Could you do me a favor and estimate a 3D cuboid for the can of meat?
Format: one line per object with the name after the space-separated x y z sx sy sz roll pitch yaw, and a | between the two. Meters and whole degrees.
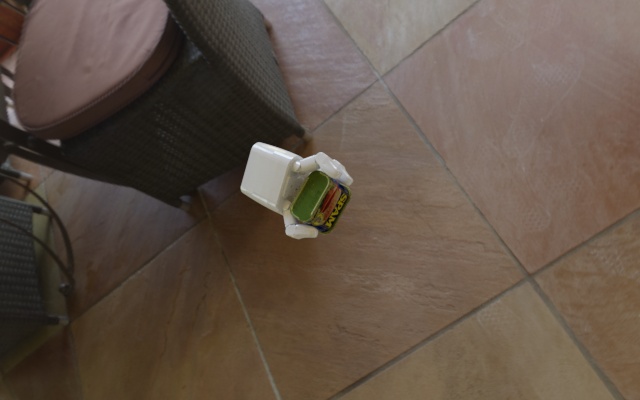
0.000 0.003 0.876 0.057 0.102 0.084 28 -2 33 | can of meat
